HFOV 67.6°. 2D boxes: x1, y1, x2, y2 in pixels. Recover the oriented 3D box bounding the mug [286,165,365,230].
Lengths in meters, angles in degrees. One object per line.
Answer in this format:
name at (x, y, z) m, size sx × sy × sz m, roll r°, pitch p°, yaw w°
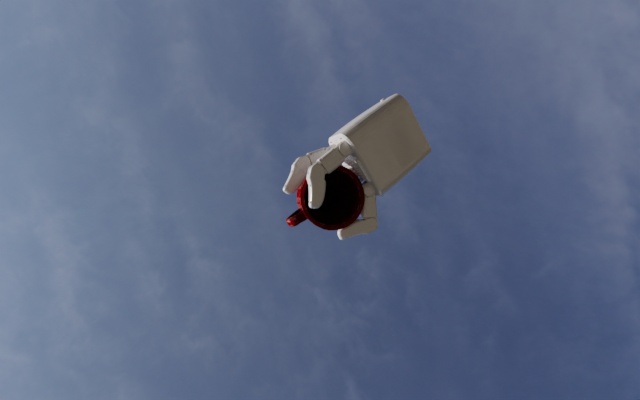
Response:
mug at (-0.001, 0.003, 0.705) m, size 0.117 × 0.093 × 0.081 m, roll -37°, pitch 7°, yaw -9°
